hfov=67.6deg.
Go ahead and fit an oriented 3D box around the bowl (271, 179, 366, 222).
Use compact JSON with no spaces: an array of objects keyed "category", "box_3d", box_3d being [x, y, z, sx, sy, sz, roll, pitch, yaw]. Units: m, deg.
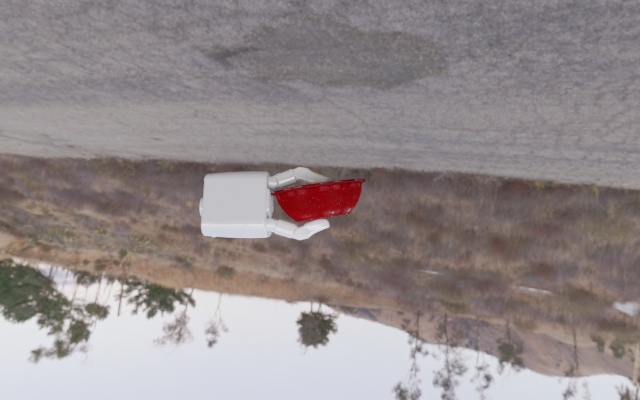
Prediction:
[{"category":"bowl","box_3d":[0.001,0.003,0.802,0.162,0.055,0.162,-9,-2,0]}]
